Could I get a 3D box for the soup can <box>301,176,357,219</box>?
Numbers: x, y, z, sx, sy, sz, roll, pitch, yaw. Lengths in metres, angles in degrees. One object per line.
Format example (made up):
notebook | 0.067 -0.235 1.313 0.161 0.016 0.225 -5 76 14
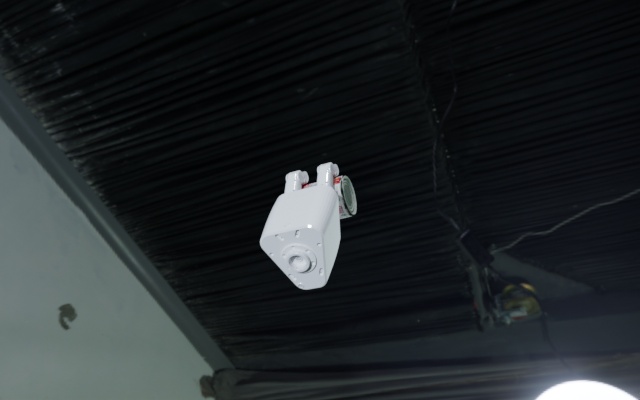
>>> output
soup can | 0.001 0.002 0.776 0.102 0.068 0.068 -13 -5 19
